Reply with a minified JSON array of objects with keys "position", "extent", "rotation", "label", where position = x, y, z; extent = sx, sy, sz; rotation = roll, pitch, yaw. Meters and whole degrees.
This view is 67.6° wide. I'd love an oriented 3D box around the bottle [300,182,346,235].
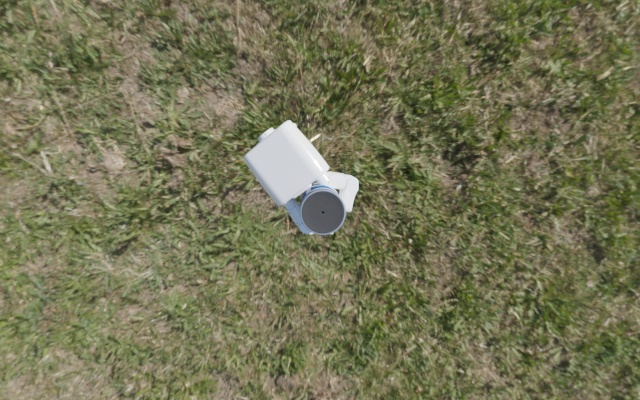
[{"position":[0.000,0.003,0.832],"extent":[0.069,0.069,0.295],"rotation":[0,6,-1],"label":"bottle"}]
